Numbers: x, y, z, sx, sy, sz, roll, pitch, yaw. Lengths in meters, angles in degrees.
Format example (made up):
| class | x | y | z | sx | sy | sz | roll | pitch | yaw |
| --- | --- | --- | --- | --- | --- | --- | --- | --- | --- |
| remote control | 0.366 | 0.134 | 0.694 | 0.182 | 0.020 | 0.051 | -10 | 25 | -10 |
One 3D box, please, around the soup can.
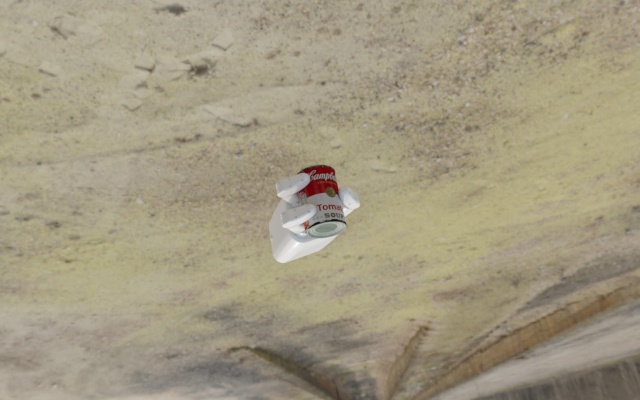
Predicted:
| class | x | y | z | sx | sy | sz | roll | pitch | yaw |
| --- | --- | --- | --- | --- | --- | --- | --- | --- | --- |
| soup can | 0.000 | 0.003 | 0.773 | 0.068 | 0.102 | 0.068 | -9 | -26 | -4 |
